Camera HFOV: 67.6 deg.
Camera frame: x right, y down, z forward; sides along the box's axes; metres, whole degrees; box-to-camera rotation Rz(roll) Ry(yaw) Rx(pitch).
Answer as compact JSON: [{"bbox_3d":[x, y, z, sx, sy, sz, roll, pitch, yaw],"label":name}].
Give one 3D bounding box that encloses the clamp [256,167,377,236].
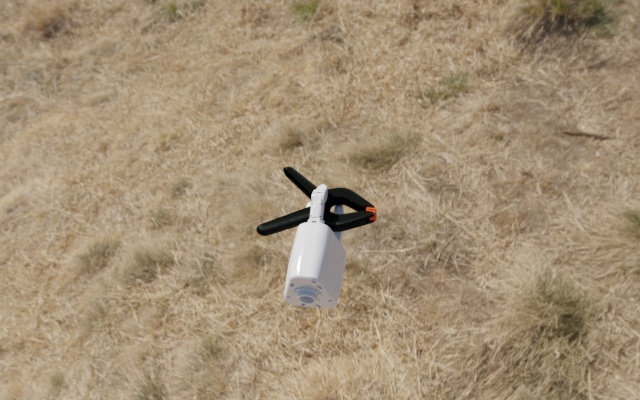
[{"bbox_3d":[0.001,0.003,0.881,0.210,0.164,0.036,3,-39,10],"label":"clamp"}]
